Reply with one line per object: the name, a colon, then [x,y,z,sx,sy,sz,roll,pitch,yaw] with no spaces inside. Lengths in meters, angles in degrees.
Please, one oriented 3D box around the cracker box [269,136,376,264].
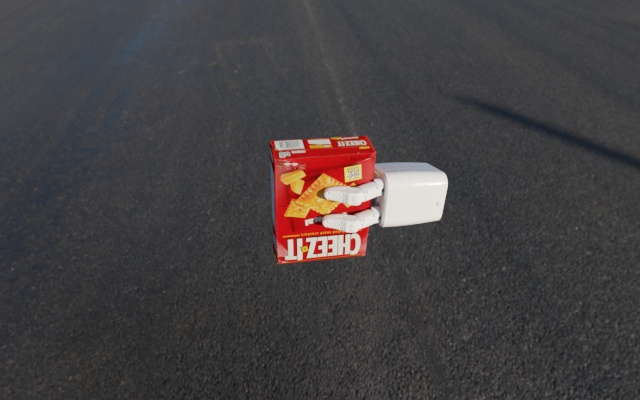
cracker box: [0.000,0.002,0.811,0.164,0.214,0.072,-4,34,-9]
